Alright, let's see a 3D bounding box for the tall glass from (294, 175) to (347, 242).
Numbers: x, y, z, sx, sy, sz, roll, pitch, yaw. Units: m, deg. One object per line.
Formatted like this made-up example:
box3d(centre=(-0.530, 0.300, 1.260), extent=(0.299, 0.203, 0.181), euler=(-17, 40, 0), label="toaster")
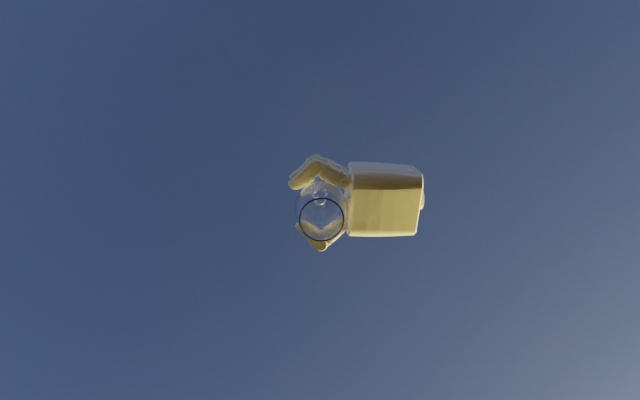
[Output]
box3d(centre=(0.000, 0.002, 0.738), extent=(0.079, 0.079, 0.201), euler=(0, 14, -1), label="tall glass")
